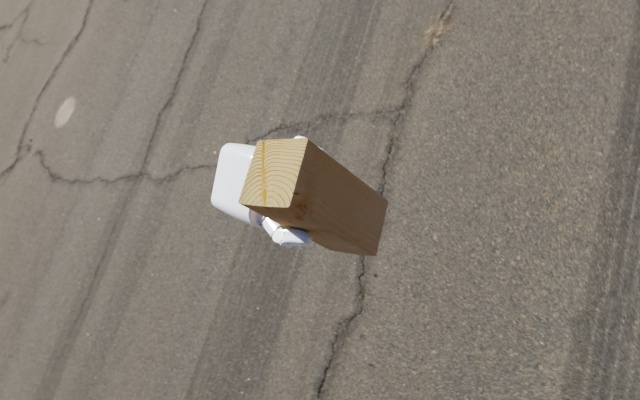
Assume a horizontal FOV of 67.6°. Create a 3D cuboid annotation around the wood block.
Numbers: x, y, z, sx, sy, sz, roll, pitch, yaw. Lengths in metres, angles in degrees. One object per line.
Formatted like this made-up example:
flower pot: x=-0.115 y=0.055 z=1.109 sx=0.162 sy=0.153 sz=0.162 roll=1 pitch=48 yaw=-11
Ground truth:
wood block: x=0.000 y=0.002 z=0.656 sx=0.090 sy=0.090 sz=0.206 roll=3 pitch=-19 yaw=39
